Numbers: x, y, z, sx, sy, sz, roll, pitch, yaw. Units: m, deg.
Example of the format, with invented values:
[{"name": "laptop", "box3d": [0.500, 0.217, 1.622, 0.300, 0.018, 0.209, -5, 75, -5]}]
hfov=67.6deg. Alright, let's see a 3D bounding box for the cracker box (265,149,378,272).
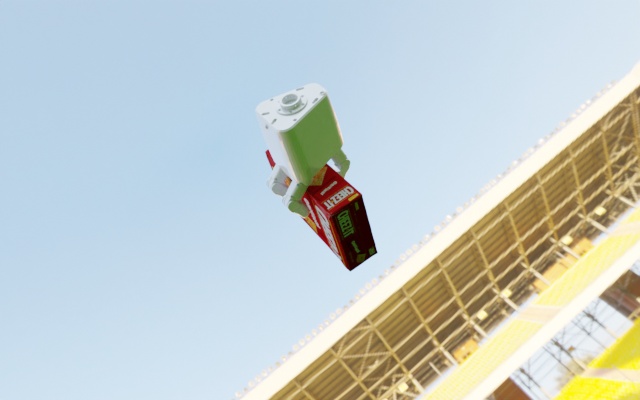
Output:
[{"name": "cracker box", "box3d": [0.000, 0.003, 0.849, 0.072, 0.164, 0.213, -34, 48, -12]}]
